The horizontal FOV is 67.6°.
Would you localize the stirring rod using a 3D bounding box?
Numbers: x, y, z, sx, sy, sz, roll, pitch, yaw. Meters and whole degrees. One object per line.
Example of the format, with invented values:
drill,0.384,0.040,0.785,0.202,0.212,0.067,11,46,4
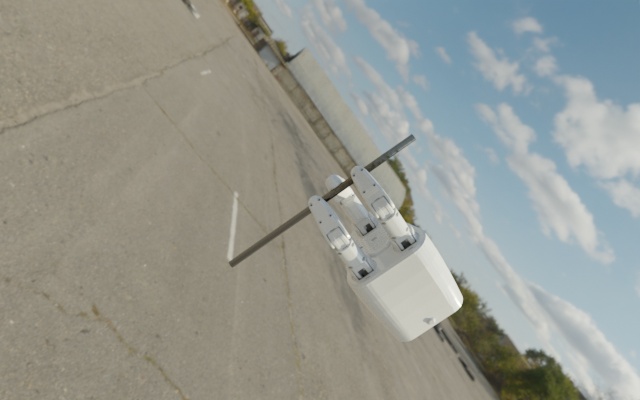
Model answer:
stirring rod,0.000,0.002,0.513,0.239,0.011,0.011,-35,-3,5
